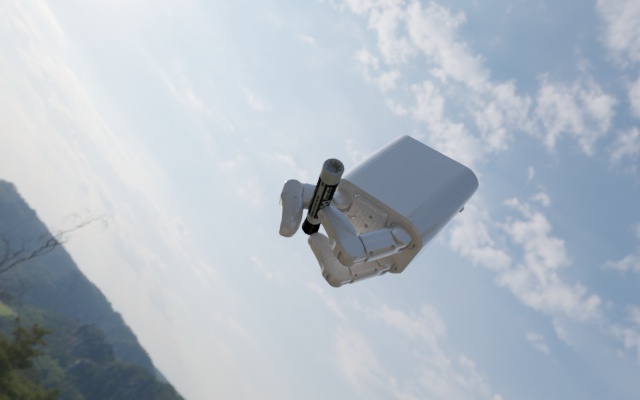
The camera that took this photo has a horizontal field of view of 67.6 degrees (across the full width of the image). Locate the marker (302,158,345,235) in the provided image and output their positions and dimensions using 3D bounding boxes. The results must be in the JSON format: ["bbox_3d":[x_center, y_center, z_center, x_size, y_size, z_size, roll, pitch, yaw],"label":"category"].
[{"bbox_3d":[0.000,0.002,0.453,0.020,0.020,0.121,0,-30,-13],"label":"marker"}]
